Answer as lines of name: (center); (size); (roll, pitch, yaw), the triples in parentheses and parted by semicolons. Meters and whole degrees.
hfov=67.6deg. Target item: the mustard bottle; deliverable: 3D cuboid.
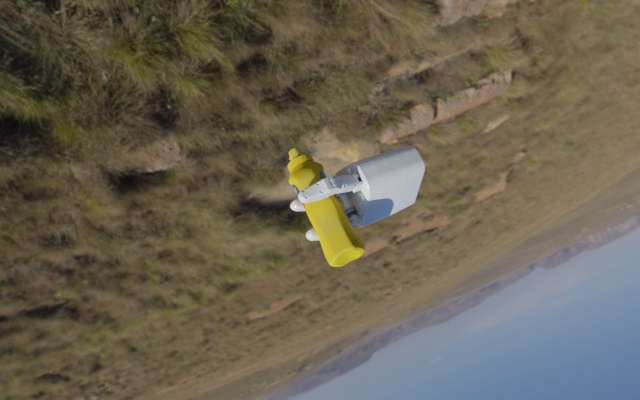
mustard bottle: (0.000, 0.003, 0.719); (0.058, 0.191, 0.096); (-28, -17, 4)
